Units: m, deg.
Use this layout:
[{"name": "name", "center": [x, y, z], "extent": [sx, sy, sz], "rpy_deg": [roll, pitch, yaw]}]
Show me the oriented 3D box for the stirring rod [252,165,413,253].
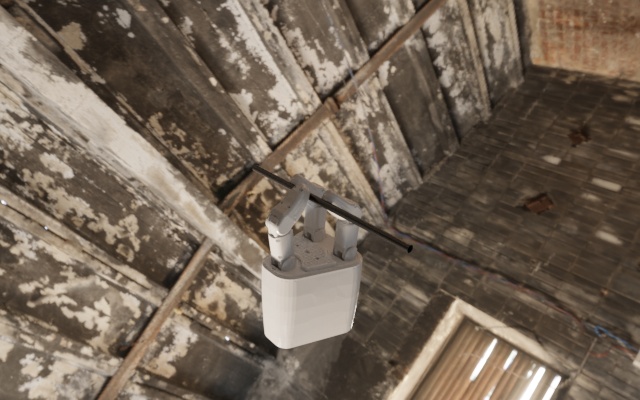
[{"name": "stirring rod", "center": [0.000, 0.002, 0.507], "extent": [0.011, 0.011, 0.239], "rpy_deg": [0, 20, -46]}]
